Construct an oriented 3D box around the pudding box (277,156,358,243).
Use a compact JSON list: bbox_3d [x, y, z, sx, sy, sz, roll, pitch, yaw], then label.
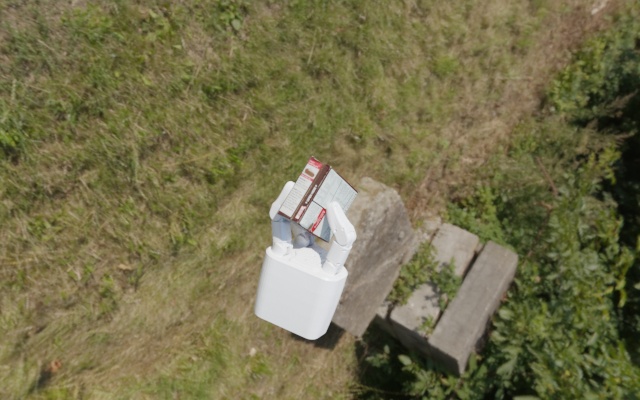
[{"bbox_3d":[0.000,0.002,0.661,0.039,0.090,0.113,28,-5,27],"label":"pudding box"}]
